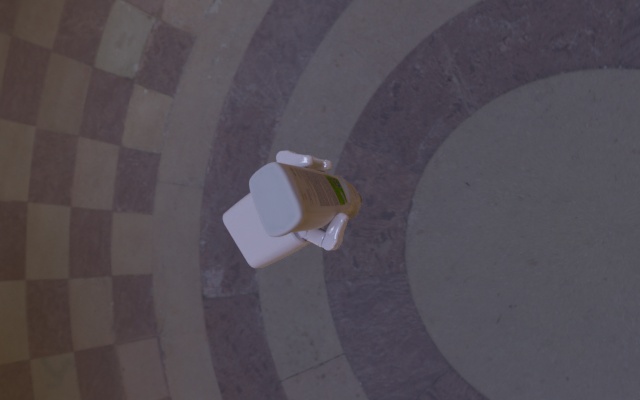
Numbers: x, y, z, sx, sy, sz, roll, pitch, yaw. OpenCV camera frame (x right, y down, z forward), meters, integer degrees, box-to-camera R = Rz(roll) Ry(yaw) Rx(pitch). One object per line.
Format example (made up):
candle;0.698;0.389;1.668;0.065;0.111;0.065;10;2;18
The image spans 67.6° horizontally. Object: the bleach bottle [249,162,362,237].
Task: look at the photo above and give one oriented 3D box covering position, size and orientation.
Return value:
bleach bottle;0.000;0.002;0.741;0.068;0.102;0.251;-31;-18;26
